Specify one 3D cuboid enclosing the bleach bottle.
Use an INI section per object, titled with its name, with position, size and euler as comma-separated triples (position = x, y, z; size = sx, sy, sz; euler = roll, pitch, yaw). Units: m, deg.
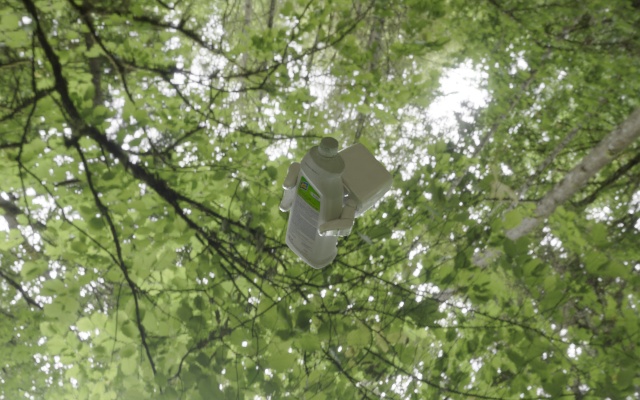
[bleach bottle]
position = 0.000, 0.003, 0.821
size = 0.102, 0.251, 0.068
euler = 37, 49, 23
